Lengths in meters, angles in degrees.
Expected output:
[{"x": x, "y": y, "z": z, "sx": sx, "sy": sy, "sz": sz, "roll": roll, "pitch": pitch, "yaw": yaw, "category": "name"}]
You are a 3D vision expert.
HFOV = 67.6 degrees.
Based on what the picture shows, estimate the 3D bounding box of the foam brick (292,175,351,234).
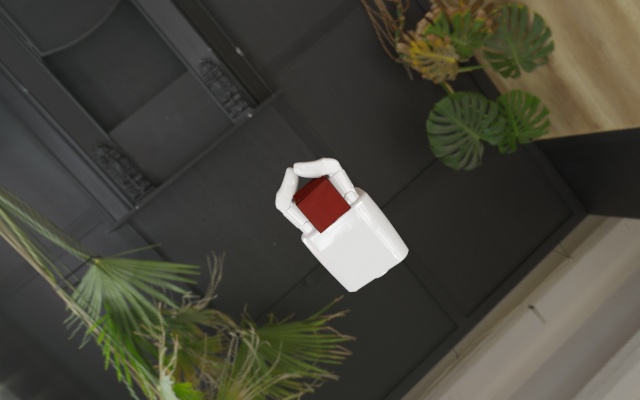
[{"x": 0.000, "y": 0.002, "z": 0.626, "sx": 0.053, "sy": 0.051, "sz": 0.078, "roll": -39, "pitch": 10, "yaw": 1, "category": "foam brick"}]
